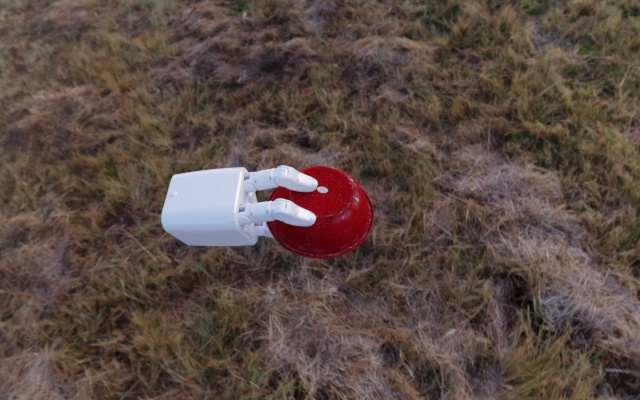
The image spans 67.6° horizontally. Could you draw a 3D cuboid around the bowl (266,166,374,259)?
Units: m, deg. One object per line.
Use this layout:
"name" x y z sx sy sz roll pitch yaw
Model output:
"bowl" 0.001 0.002 0.692 0.162 0.162 0.055 0 -37 -3
